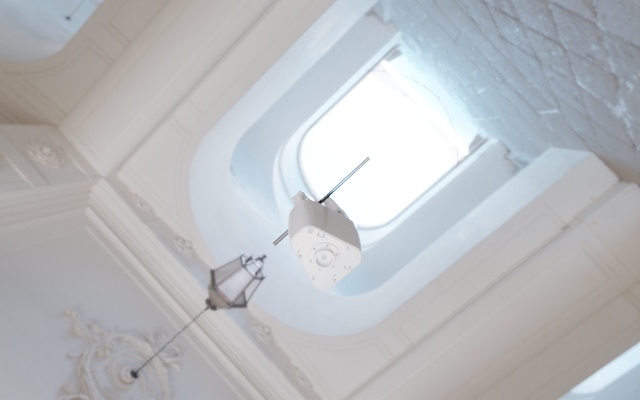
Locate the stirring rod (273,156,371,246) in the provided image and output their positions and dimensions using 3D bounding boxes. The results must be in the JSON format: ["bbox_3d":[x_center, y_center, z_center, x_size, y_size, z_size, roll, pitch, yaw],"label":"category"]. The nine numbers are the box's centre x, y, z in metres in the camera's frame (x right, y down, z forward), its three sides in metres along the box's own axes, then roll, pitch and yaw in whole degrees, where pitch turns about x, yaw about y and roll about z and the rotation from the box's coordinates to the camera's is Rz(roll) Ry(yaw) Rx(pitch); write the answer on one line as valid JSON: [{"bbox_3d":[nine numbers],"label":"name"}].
[{"bbox_3d":[0.000,0.003,0.869,0.239,0.011,0.011,-42,-11,12],"label":"stirring rod"}]
